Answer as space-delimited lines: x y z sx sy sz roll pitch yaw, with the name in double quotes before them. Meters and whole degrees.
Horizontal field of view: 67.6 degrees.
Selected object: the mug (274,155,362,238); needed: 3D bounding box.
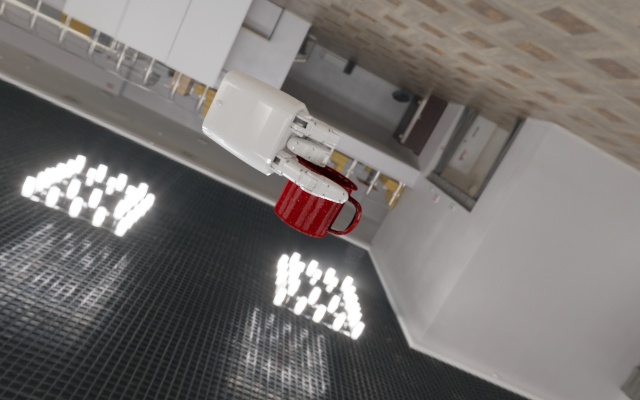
"mug" 0.001 0.003 0.638 0.117 0.081 0.093 33 13 15
